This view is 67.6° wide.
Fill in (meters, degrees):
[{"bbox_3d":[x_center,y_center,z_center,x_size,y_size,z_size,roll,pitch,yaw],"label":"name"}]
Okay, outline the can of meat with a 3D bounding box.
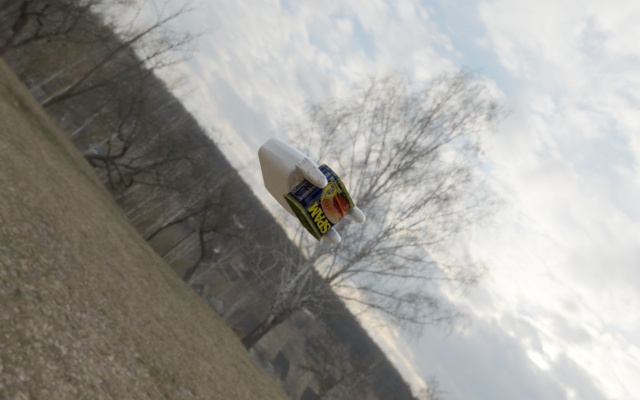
[{"bbox_3d":[0.000,0.002,0.778,0.057,0.084,0.102,38,-16,43],"label":"can of meat"}]
